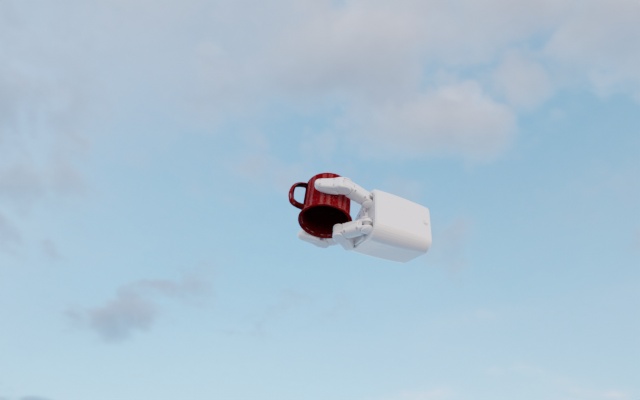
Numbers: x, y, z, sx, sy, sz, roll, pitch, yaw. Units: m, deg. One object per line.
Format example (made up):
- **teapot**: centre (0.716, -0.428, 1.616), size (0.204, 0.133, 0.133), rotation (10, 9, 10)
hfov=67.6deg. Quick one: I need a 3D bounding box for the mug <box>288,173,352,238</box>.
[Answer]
- **mug**: centre (-0.001, 0.002, 0.827), size (0.117, 0.081, 0.093), rotation (18, -42, -13)
